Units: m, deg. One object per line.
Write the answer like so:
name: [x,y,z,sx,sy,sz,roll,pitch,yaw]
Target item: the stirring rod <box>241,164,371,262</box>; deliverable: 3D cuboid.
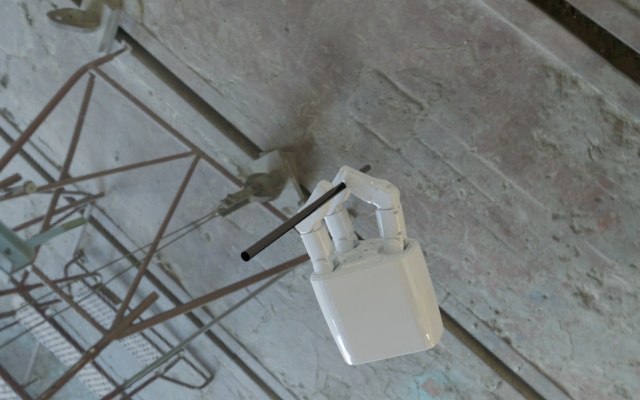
stirring rod: [0.000,0.001,0.439,0.011,0.011,0.239,0,19,28]
